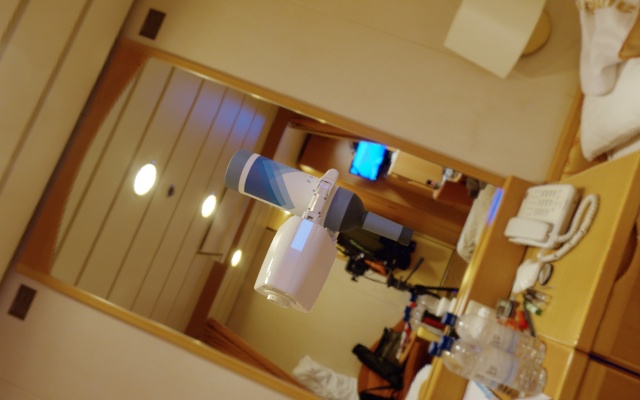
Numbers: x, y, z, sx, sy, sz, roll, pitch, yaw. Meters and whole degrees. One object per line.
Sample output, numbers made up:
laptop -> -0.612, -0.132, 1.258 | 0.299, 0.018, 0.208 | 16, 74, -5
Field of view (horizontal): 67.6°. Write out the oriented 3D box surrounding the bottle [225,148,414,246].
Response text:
bottle -> 0.000, 0.002, 0.735 | 0.295, 0.069, 0.069 | 22, 3, 7
